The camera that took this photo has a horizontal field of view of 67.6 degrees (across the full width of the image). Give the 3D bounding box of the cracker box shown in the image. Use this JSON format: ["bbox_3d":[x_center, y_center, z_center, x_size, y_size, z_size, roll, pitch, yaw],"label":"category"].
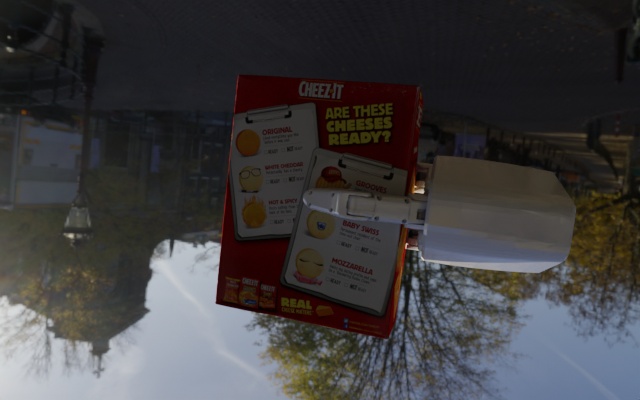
[{"bbox_3d":[0.000,0.002,0.442,0.164,0.214,0.072,8,4,15],"label":"cracker box"}]
